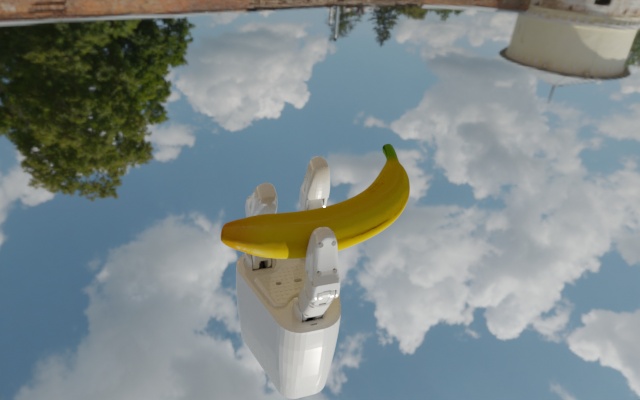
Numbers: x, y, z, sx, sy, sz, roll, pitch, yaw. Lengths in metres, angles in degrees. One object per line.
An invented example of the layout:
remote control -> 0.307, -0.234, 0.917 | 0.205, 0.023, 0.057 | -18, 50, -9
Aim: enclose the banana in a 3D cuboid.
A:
banana -> 0.015, 0.010, 0.401 | 0.197, 0.037, 0.069 | -27, 51, -35
